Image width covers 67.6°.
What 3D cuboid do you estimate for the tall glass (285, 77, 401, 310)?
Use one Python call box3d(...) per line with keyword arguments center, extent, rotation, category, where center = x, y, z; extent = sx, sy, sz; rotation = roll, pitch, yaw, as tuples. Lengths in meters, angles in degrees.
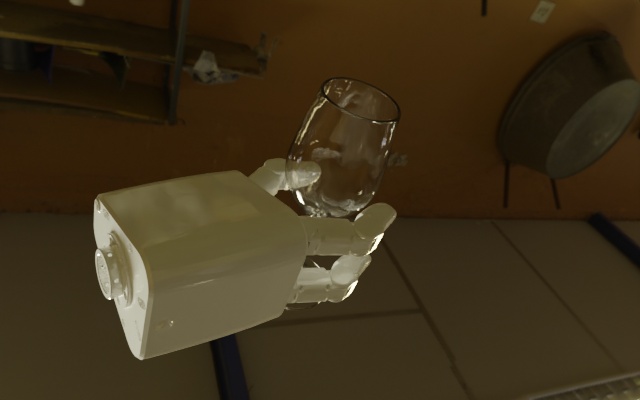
box3d(center=(0.000, 0.002, 0.402), extent=(0.079, 0.201, 0.079), rotation=(14, 37, -11), category="tall glass")
